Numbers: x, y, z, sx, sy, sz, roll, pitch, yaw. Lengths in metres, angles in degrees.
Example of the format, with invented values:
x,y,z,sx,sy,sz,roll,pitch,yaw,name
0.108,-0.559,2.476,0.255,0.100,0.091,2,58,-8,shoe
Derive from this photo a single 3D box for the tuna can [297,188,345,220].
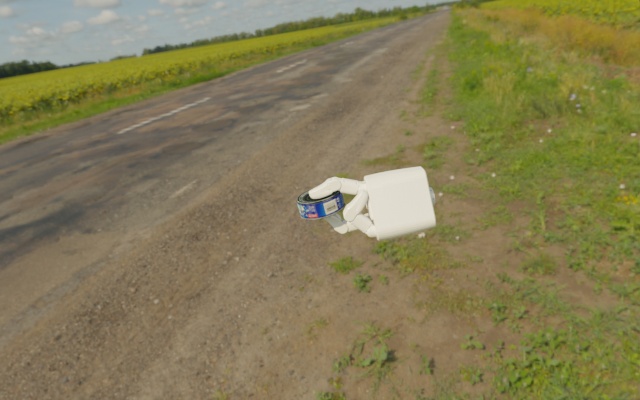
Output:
x,y,z,sx,sy,sz,roll,pitch,yaw,name
0.000,0.002,0.878,0.086,0.034,0.086,-14,19,5,tuna can
